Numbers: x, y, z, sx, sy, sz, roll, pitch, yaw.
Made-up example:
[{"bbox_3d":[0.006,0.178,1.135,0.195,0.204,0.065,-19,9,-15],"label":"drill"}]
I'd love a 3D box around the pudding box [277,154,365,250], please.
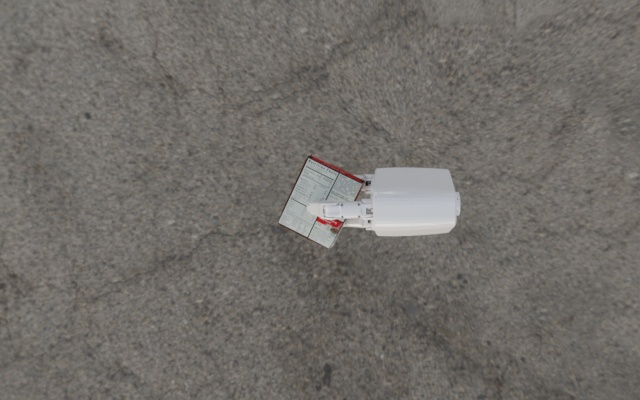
[{"bbox_3d":[0.000,0.002,0.690,0.090,0.113,0.039,27,10,4],"label":"pudding box"}]
